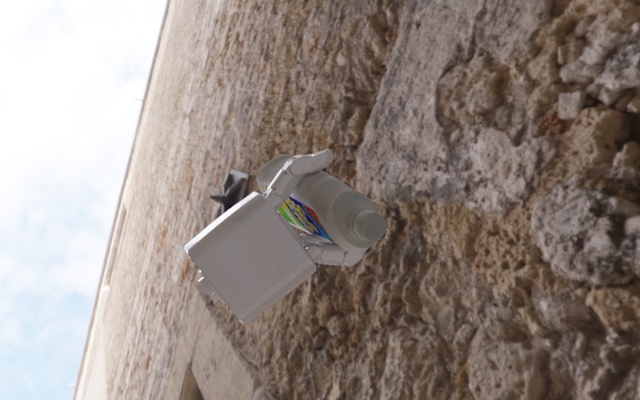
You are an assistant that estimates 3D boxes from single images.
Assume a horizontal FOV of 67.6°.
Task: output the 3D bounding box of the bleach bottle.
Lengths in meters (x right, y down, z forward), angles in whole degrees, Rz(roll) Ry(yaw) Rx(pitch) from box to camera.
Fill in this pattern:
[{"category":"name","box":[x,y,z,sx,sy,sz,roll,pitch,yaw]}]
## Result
[{"category":"bleach bottle","box":[0.000,0.002,0.587,0.068,0.102,0.251,-36,20,-15]}]
